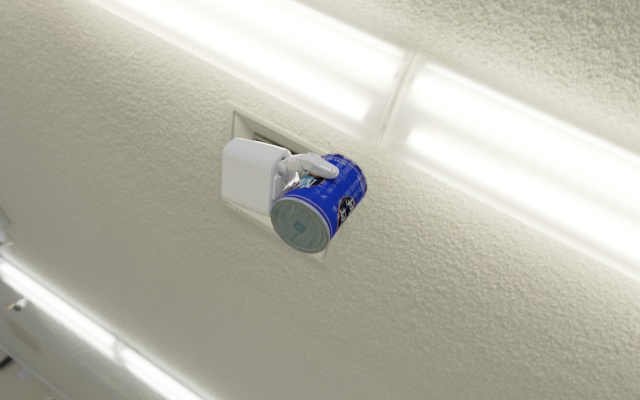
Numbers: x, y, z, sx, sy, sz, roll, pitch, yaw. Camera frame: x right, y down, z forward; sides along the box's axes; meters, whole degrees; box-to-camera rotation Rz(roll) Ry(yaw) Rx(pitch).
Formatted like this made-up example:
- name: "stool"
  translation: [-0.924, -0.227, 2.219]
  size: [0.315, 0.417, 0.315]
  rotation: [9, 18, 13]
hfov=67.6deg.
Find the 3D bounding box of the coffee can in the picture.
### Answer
- name: "coffee can"
  translation: [0.000, 0.003, 0.768]
  size: [0.103, 0.103, 0.140]
  rotation: [0, 34, 36]
